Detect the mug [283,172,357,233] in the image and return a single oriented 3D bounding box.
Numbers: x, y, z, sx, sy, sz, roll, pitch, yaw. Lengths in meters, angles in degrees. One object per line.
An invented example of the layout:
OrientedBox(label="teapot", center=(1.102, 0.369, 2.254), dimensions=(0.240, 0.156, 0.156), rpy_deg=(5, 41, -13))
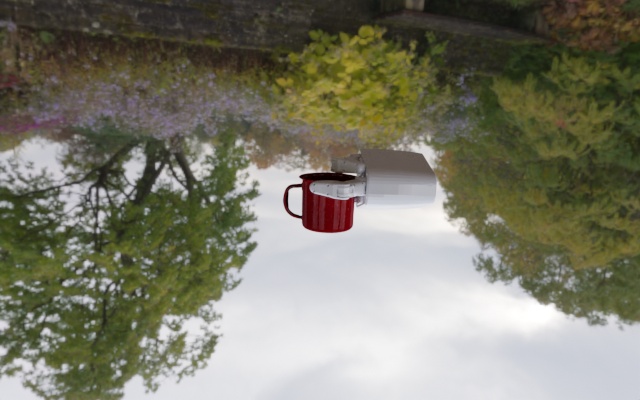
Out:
OrientedBox(label="mug", center=(-0.001, 0.003, 0.743), dimensions=(0.117, 0.081, 0.093), rpy_deg=(1, 12, -4))
